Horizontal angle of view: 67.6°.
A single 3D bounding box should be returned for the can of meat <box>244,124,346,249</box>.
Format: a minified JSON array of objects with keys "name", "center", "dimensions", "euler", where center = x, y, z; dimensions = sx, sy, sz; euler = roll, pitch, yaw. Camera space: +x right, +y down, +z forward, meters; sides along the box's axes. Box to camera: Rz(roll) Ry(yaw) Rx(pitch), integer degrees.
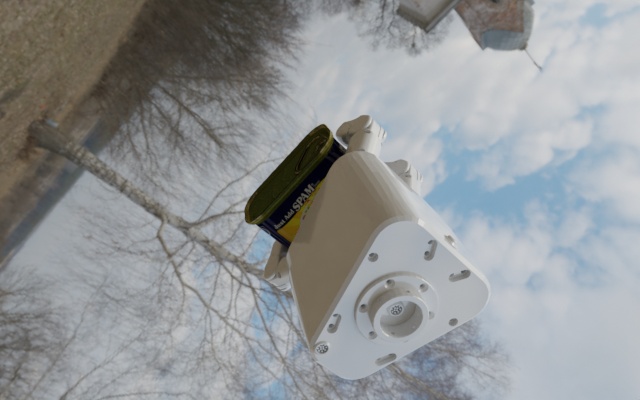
[{"name":"can of meat","center":[0.000,0.002,0.409],"dimensions":[0.084,0.102,0.057],"euler":[40,9,-22]}]
